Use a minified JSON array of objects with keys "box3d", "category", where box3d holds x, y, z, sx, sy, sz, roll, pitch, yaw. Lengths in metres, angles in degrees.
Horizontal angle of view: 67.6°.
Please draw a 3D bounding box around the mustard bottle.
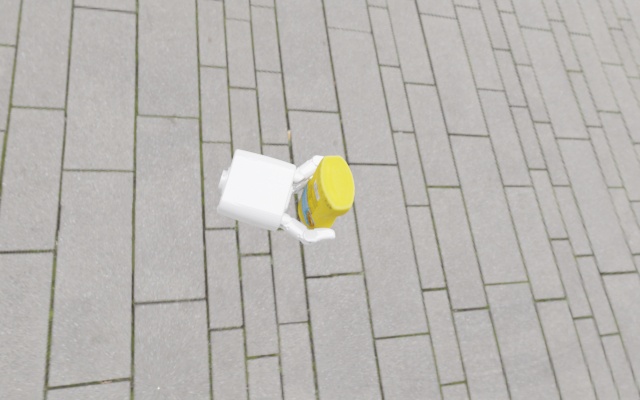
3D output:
[{"box3d":[0.001,0.003,0.839,0.058,0.096,0.192,-5,-19,-20],"category":"mustard bottle"}]
